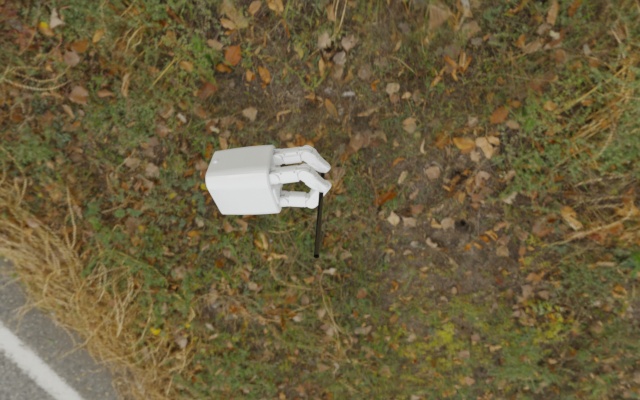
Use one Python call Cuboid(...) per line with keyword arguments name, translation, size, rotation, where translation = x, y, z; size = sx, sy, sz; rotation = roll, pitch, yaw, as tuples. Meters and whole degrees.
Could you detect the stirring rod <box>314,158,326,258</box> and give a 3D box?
Cuboid(name="stirring rod", translation=(0.000, 0.002, 0.766), size=(0.011, 0.011, 0.239), rotation=(0, 39, 4))
